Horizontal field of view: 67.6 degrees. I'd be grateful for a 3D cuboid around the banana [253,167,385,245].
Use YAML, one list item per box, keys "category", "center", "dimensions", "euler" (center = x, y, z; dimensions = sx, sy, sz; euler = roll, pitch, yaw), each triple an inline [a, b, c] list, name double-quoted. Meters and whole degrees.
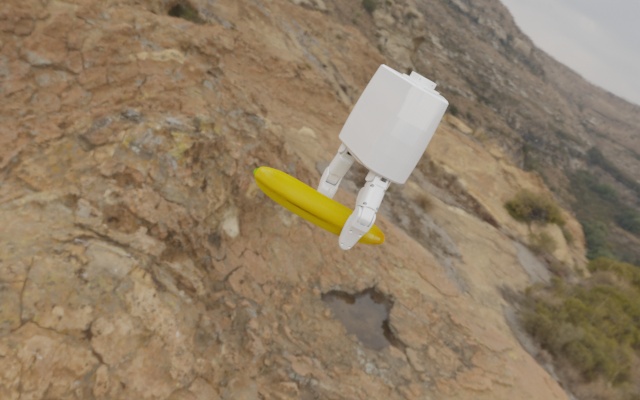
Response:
- category: "banana"
  center: [-0.008, 0.003, 0.598]
  dimensions: [0.198, 0.037, 0.069]
  euler: [30, 17, 9]
